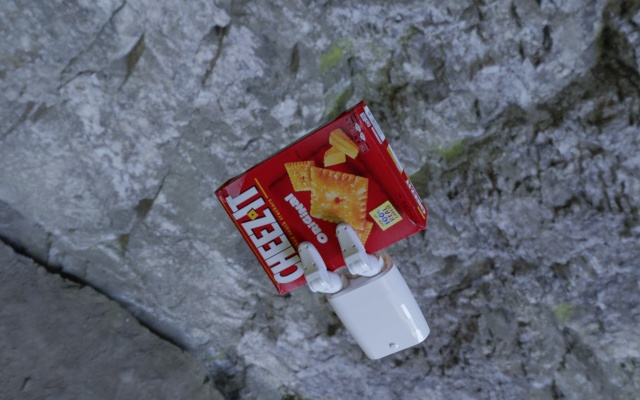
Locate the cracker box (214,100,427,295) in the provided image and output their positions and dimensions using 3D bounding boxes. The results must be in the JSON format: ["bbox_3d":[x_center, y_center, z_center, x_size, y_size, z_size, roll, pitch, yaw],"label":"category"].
[{"bbox_3d":[0.000,0.002,0.597,0.214,0.164,0.072,-28,9,20],"label":"cracker box"}]
